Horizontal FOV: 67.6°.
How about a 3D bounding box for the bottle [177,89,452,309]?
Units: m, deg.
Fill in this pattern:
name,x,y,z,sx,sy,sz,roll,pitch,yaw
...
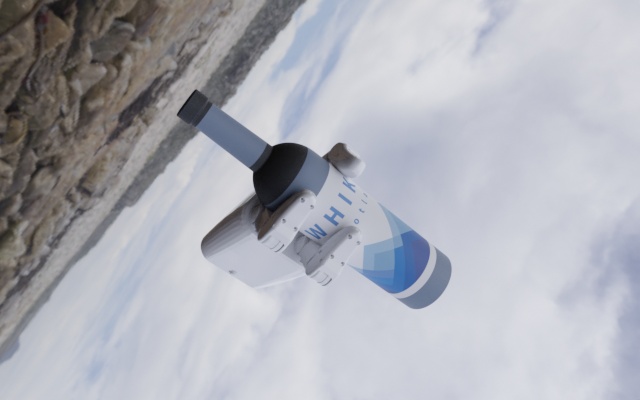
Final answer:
name,x,y,z,sx,sy,sz,roll,pitch,yaw
bottle,0.000,0.002,0.443,0.296,0.069,0.069,37,-15,-21
